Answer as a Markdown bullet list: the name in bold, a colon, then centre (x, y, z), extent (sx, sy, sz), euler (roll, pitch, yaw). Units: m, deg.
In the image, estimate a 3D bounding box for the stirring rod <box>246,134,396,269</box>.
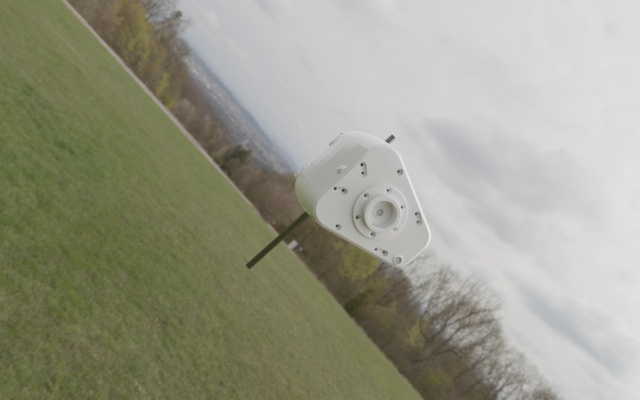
- **stirring rod**: centre (0.000, 0.002, 0.586), extent (0.239, 0.011, 0.011), euler (-42, -1, 1)
